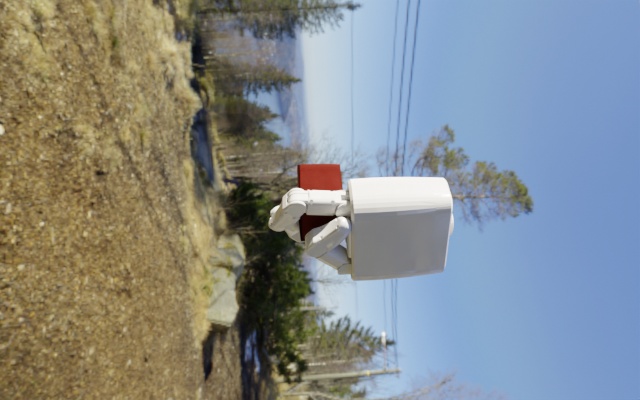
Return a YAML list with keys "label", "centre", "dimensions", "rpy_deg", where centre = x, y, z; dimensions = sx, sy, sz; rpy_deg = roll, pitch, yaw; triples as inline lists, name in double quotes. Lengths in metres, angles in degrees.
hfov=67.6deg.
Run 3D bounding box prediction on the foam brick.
- label: "foam brick"
  centre: [0.000, 0.002, 0.556]
  dimensions: [0.051, 0.078, 0.053]
  rpy_deg: [-3, -41, 0]
